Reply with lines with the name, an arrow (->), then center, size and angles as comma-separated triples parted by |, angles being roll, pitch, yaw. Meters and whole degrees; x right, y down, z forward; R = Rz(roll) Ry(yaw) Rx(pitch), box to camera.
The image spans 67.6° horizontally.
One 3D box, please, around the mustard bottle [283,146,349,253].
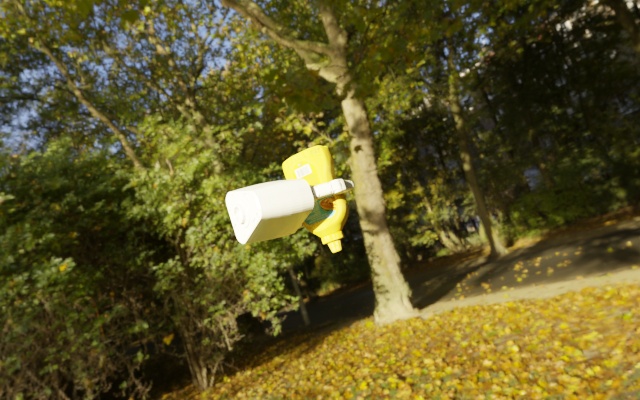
mustard bottle -> 0.000, 0.003, 0.879 | 0.096, 0.191, 0.058 | -23, -9, 28
